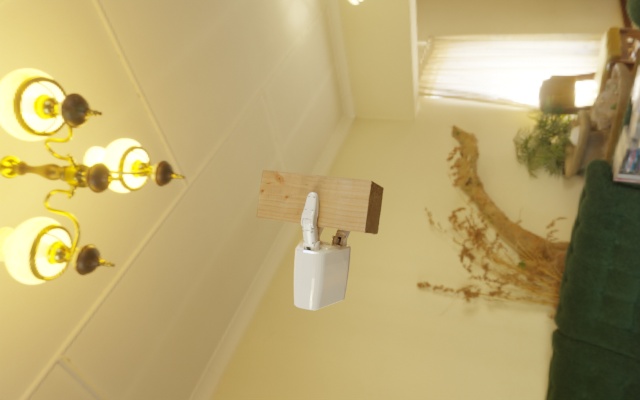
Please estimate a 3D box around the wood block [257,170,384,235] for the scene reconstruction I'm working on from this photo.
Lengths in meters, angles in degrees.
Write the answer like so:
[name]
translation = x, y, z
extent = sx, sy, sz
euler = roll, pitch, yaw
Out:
[wood block]
translation = 0.000, 0.003, 0.868
extent = 0.206, 0.090, 0.091
euler = 7, -3, 21
